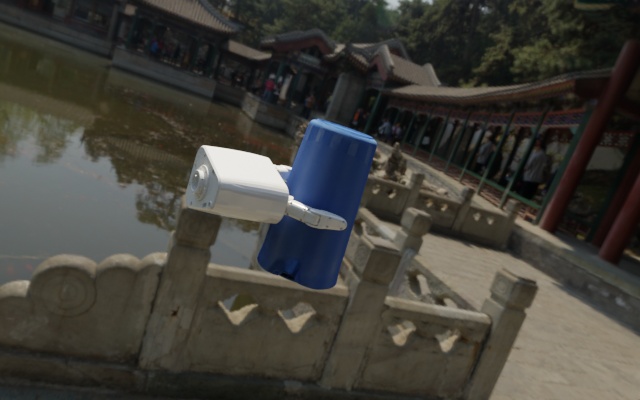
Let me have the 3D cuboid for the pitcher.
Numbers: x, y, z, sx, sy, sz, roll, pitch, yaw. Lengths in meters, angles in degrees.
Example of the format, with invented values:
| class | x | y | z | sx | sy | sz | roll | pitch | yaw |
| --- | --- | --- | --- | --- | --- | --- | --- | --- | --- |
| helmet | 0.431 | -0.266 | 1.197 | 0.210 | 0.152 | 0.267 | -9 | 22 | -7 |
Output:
| class | x | y | z | sx | sy | sz | roll | pitch | yaw |
| --- | --- | --- | --- | --- | --- | --- | --- | --- | --- |
| pitcher | 0.000 | 0.002 | 0.749 | 0.145 | 0.243 | 0.149 | 11 | 15 | -36 |
